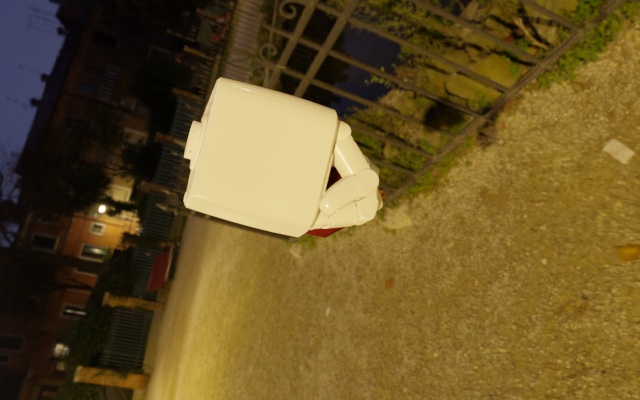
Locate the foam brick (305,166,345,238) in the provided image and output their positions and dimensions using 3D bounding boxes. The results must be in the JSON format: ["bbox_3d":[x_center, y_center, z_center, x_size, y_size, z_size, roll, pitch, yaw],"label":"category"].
[{"bbox_3d":[0.000,0.002,0.490,0.051,0.053,0.078,14,-20,-19],"label":"foam brick"}]
